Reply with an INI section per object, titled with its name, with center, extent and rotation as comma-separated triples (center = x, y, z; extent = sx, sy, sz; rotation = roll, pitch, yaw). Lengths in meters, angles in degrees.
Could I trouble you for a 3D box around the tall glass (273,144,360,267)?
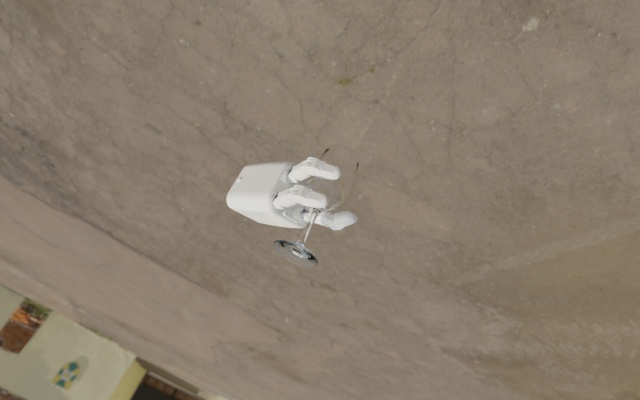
[tall glass]
center = 0.000, 0.003, 0.768
extent = 0.079, 0.201, 0.079
rotation = 20, -29, 12
